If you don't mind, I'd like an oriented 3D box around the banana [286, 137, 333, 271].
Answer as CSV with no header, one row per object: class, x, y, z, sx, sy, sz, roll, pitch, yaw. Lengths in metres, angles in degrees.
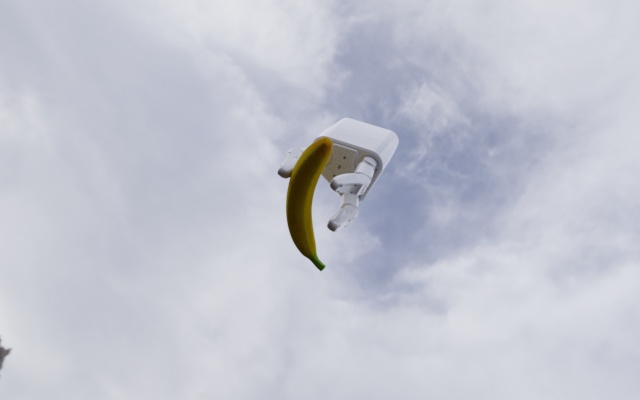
banana,-0.017,0.001,0.653,0.069,0.198,0.037,14,31,23
